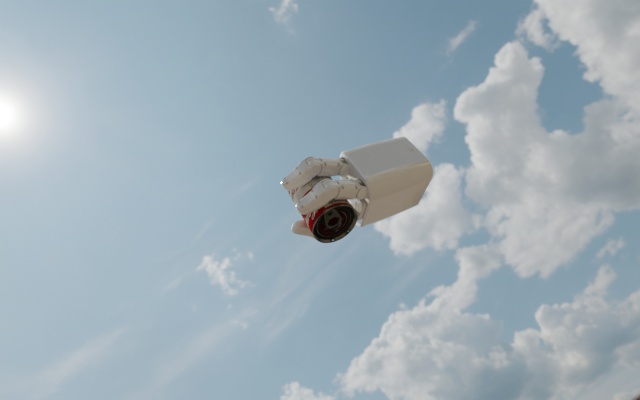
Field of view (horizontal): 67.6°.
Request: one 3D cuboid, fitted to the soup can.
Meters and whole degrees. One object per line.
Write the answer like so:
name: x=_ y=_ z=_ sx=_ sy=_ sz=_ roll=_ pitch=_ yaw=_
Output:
soup can: x=0.000 y=0.002 z=0.687 sx=0.068 sy=0.068 sz=0.102 roll=0 pitch=38 yaw=-31
